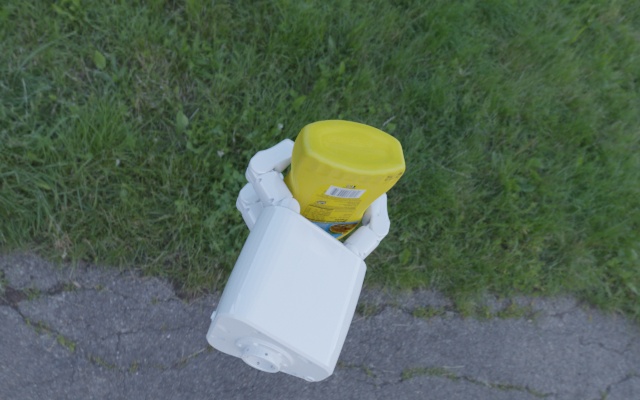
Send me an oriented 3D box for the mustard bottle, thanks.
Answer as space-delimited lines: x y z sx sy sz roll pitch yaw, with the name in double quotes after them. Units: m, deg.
0.000 0.001 0.478 0.096 0.058 0.192 5 -32 -19 "mustard bottle"
